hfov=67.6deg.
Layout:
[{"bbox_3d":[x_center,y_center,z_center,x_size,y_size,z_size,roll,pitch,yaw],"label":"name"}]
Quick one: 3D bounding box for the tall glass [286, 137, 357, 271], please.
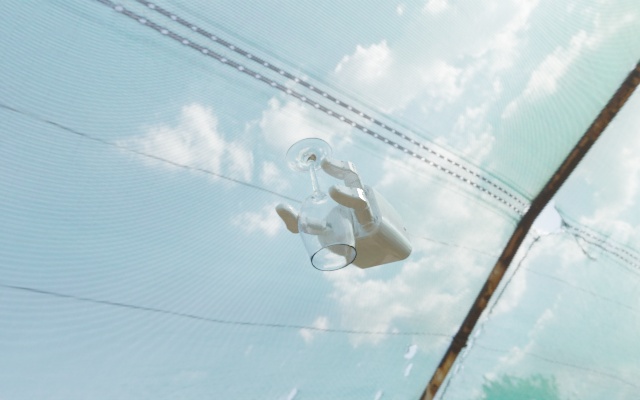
[{"bbox_3d":[0.000,0.002,0.689,0.079,0.200,0.079,-8,-41,-7],"label":"tall glass"}]
